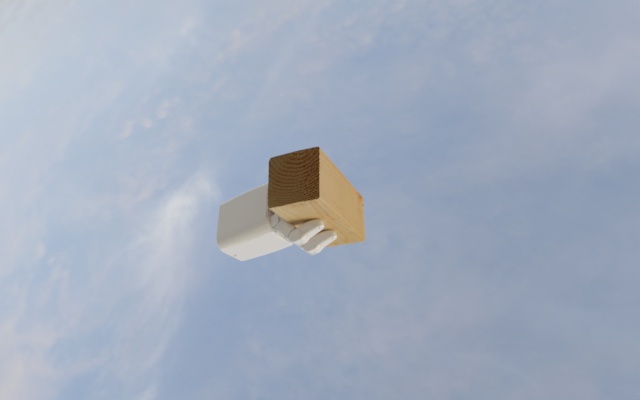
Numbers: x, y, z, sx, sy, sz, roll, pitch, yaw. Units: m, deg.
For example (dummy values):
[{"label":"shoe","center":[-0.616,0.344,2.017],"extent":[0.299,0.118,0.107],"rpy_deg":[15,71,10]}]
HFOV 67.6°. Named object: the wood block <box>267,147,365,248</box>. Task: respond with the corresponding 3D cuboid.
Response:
[{"label":"wood block","center":[0.000,0.002,0.809],"extent":[0.090,0.090,0.206],"rpy_deg":[-11,-26,21]}]
